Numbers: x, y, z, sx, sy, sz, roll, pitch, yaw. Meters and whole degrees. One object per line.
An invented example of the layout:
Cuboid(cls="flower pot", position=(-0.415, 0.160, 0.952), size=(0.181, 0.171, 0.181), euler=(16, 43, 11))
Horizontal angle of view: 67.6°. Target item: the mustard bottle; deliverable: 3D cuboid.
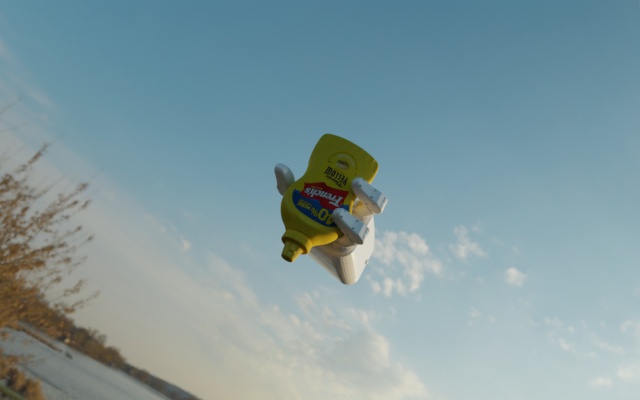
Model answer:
Cuboid(cls="mustard bottle", position=(0.000, 0.002, 0.655), size=(0.096, 0.191, 0.058), euler=(32, -27, -1))
